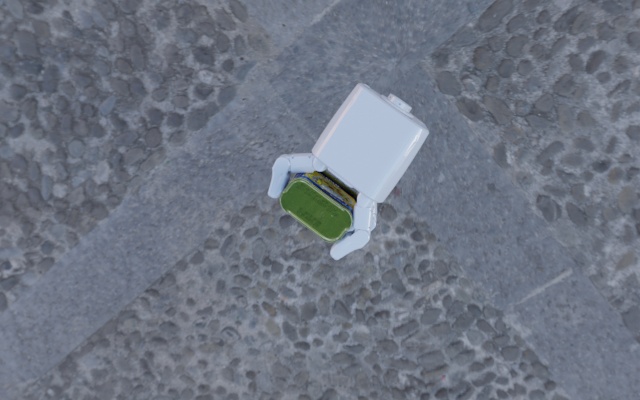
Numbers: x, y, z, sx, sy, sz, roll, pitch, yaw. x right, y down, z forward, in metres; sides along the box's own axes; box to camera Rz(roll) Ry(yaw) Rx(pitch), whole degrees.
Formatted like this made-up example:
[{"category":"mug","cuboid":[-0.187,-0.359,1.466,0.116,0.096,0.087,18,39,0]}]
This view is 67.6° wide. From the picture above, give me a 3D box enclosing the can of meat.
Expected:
[{"category":"can of meat","cuboid":[0.000,0.002,0.637,0.102,0.057,0.084,36,18,-2]}]
